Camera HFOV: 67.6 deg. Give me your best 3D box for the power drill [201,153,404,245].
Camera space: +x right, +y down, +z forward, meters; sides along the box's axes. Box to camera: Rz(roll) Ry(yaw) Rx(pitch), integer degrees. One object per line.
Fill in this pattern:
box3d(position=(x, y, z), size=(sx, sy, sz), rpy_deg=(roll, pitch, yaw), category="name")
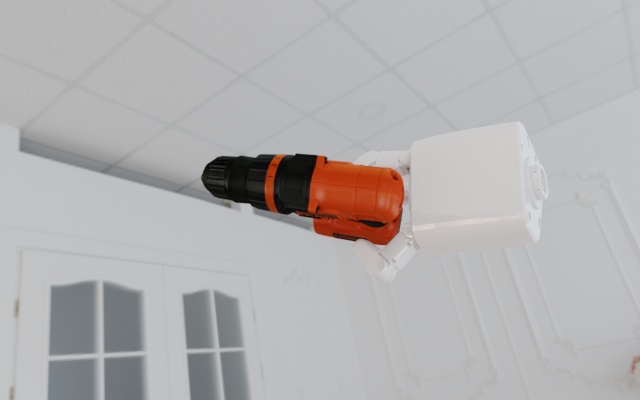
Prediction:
box3d(position=(0.000, 0.002, 0.476), size=(0.184, 0.057, 0.188), rpy_deg=(9, -7, 20), category="power drill")
